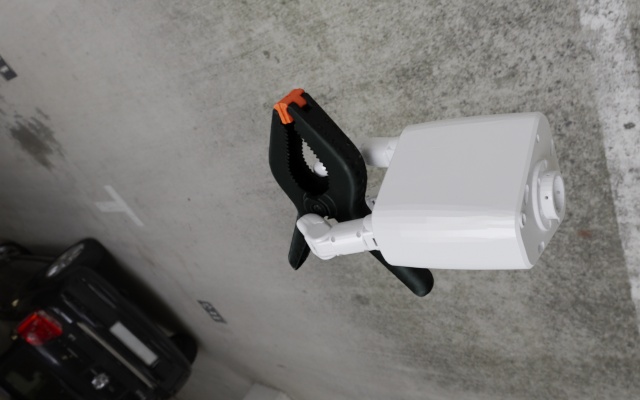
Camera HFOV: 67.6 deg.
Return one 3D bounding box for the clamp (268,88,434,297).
[{"bbox_3d":[0.000,0.001,0.438,0.164,0.210,0.036,-3,35,40],"label":"clamp"}]
